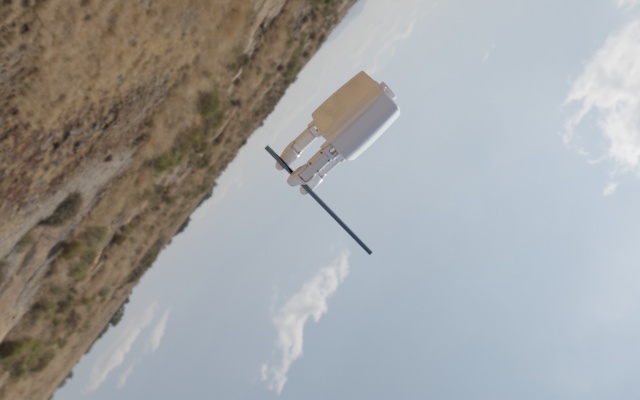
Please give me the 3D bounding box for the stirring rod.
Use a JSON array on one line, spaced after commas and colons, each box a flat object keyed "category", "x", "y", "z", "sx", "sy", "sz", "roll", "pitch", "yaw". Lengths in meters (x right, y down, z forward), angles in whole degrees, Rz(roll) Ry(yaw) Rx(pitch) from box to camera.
[{"category": "stirring rod", "x": 0.000, "y": 0.002, "z": 0.747, "sx": 0.239, "sy": 0.011, "sz": 0.011, "roll": 46, "pitch": -14, "yaw": -14}]
